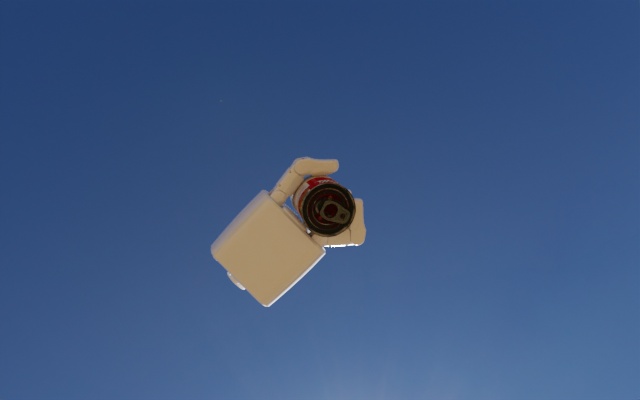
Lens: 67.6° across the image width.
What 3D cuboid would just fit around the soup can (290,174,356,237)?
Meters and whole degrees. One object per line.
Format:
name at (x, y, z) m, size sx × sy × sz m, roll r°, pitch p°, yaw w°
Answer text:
soup can at (0.000, 0.002, 0.624) m, size 0.068 × 0.068 × 0.102 m, roll 0°, pitch 12°, yaw -12°
